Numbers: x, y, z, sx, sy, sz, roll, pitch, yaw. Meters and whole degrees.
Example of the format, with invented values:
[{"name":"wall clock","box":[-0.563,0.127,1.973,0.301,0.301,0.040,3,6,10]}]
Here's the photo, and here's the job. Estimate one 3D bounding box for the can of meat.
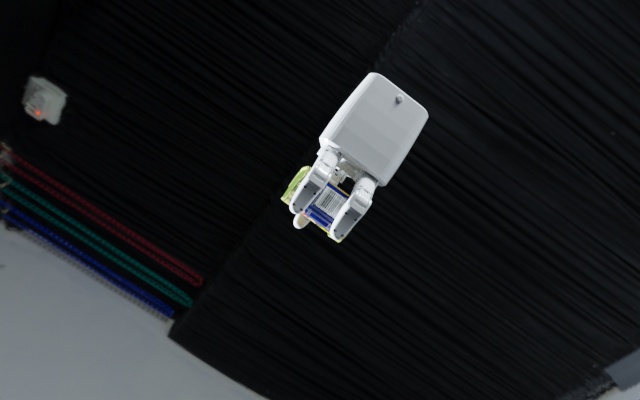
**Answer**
[{"name":"can of meat","box":[0.000,0.002,0.597,0.084,0.057,0.102,36,-3,-7]}]
